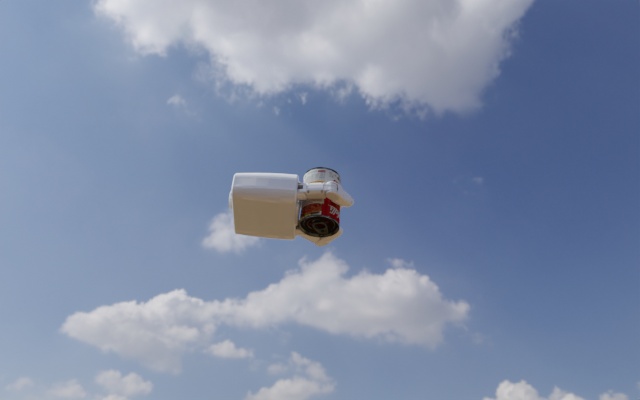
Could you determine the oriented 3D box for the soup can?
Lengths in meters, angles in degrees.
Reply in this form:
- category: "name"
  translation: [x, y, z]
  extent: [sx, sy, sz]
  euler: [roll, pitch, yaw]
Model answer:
- category: "soup can"
  translation: [0.001, 0.002, 0.815]
  extent: [0.068, 0.102, 0.069]
  euler: [2, -34, 2]
